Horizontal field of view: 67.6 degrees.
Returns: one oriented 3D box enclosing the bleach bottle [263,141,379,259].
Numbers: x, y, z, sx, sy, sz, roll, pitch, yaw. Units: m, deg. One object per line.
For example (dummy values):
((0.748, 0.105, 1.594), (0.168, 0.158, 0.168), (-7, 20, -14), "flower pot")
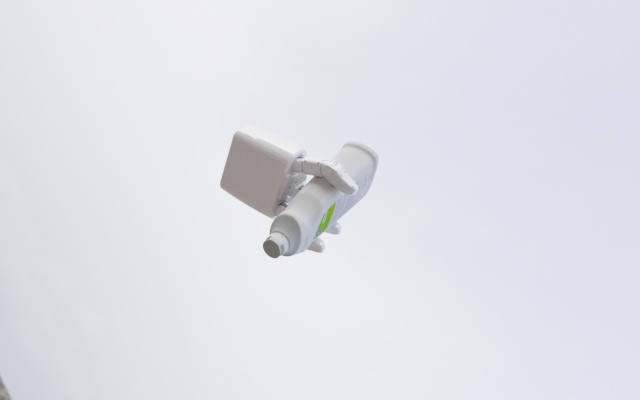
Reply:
((0.000, 0.002, 0.706), (0.068, 0.103, 0.250), (27, 37, 18), "bleach bottle")
